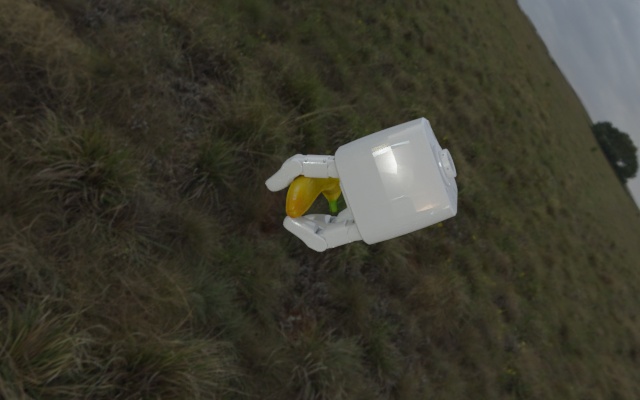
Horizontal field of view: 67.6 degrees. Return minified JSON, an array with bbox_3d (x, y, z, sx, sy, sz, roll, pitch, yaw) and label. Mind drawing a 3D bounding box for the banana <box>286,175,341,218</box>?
[{"bbox_3d":[-0.002,-0.016,0.623,0.037,0.069,0.198,-9,-2,18],"label":"banana"}]
